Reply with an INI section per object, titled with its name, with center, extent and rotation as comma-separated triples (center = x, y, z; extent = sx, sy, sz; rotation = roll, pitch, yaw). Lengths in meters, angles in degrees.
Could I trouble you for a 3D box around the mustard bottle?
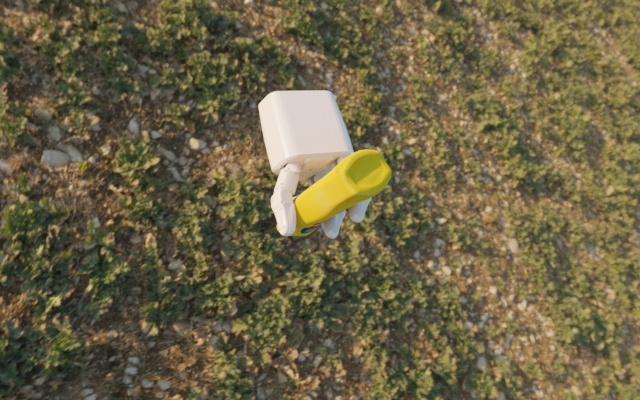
[mustard bottle]
center = 0.000, 0.002, 0.637
extent = 0.192, 0.058, 0.096
rotation = -33, 0, 43
